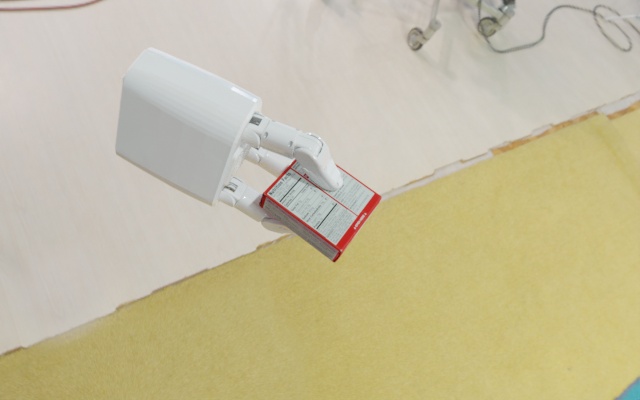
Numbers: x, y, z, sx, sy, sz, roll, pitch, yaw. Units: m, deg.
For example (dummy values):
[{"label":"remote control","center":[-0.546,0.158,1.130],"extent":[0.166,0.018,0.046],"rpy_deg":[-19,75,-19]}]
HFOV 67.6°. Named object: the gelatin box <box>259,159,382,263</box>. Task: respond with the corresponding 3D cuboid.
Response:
[{"label":"gelatin box","center":[0.000,0.001,0.442],"extent":[0.089,0.073,0.030],"rpy_deg":[36,-31,6]}]
